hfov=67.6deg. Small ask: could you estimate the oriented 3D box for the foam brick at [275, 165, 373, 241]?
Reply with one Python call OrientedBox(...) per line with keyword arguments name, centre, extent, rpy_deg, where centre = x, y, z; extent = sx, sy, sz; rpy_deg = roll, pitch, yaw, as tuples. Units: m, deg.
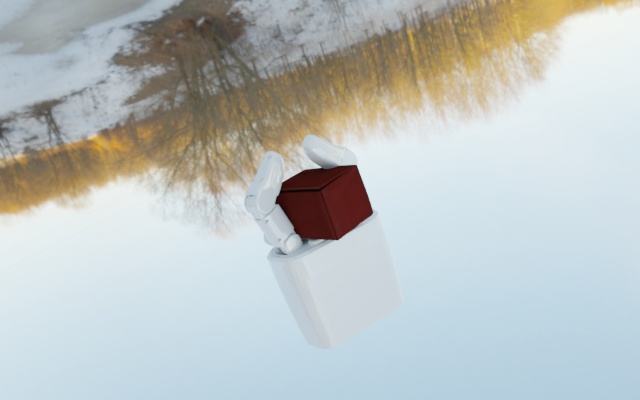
OrientedBox(name="foam brick", centre=(0.000, 0.001, 0.446), extent=(0.053, 0.051, 0.078), rpy_deg=(-33, 20, -36))
